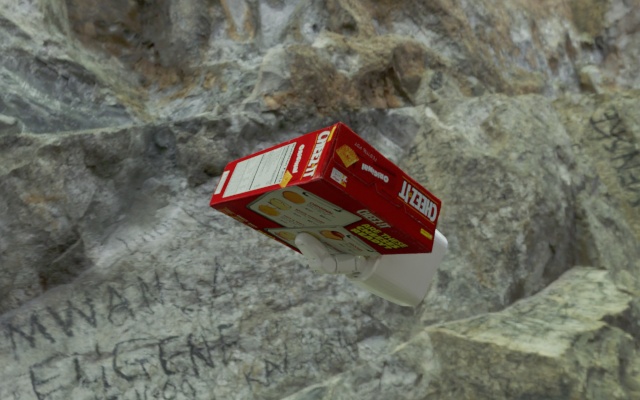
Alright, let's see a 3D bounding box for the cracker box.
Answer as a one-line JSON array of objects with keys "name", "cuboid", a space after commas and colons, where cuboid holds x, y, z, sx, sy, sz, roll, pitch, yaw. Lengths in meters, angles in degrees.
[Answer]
[{"name": "cracker box", "cuboid": [0.000, 0.002, 0.543, 0.164, 0.072, 0.214, 32, -26, -32]}]
